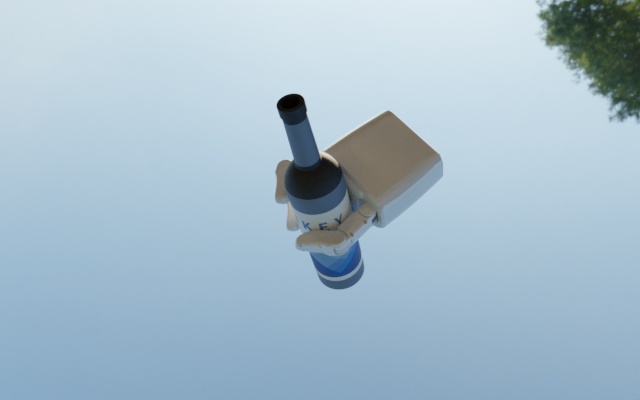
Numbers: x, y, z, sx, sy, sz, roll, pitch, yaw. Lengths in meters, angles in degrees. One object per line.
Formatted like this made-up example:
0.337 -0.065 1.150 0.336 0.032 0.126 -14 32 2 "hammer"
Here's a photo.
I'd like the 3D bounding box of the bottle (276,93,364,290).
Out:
0.000 0.002 0.554 0.069 0.069 0.296 0 -39 14 "bottle"
